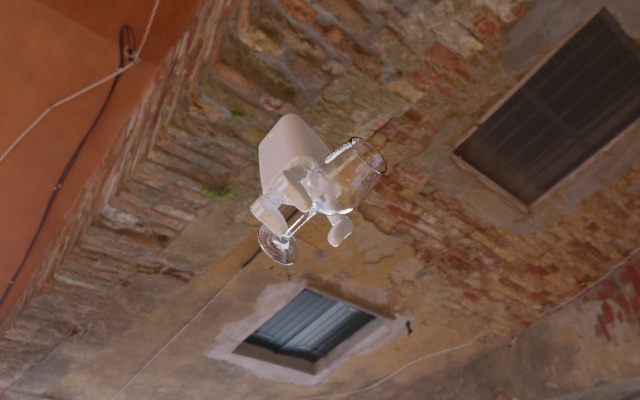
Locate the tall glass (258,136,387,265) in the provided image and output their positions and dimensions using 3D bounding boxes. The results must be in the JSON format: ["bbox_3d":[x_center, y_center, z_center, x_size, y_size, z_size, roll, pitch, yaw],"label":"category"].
[{"bbox_3d":[0.000,0.003,0.654,0.201,0.079,0.079,-44,-26,29],"label":"tall glass"}]
